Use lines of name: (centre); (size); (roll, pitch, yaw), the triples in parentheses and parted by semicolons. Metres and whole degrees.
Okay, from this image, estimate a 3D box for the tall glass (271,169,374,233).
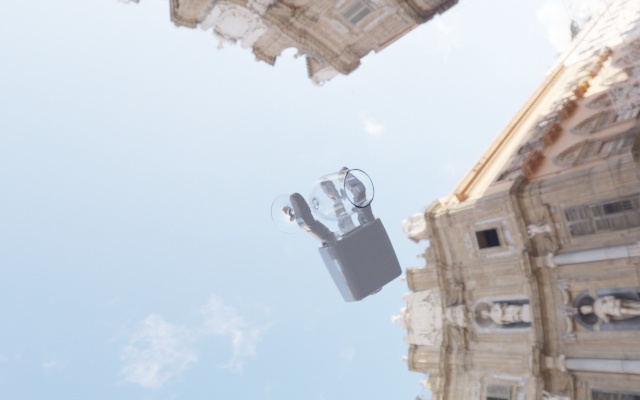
tall glass: (0.000, 0.003, 0.799); (0.079, 0.079, 0.201); (0, -13, -37)
